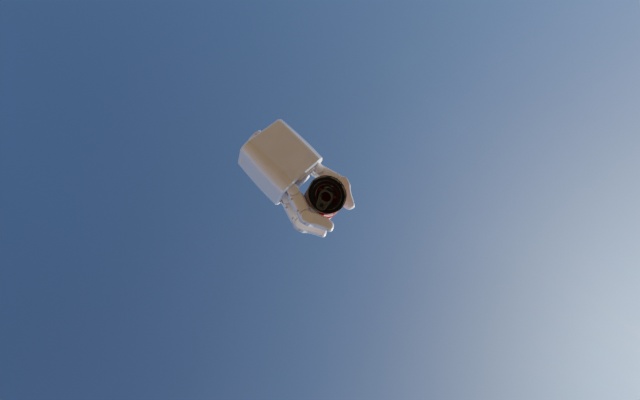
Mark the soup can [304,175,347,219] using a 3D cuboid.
[{"bbox_3d":[0.000,0.003,0.848,0.068,0.068,0.102,0,-15,-14],"label":"soup can"}]
